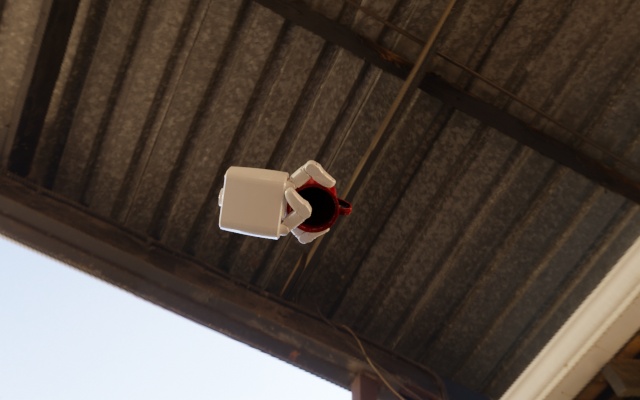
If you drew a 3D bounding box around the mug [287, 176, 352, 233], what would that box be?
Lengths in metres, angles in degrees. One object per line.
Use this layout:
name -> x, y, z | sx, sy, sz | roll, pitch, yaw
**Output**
mug -> 0.002, 0.003, 0.877 | 0.117, 0.093, 0.081 | 9, 20, -1
